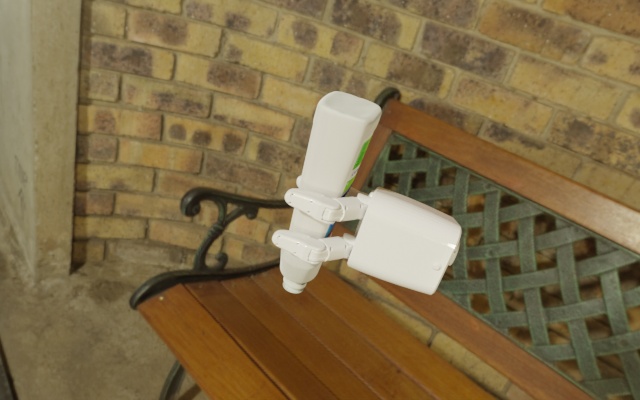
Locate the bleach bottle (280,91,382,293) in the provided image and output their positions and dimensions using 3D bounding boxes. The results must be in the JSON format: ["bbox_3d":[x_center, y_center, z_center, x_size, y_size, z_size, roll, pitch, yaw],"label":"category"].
[{"bbox_3d":[0.000,0.002,0.580,0.068,0.251,0.102,21,26,7],"label":"bleach bottle"}]
